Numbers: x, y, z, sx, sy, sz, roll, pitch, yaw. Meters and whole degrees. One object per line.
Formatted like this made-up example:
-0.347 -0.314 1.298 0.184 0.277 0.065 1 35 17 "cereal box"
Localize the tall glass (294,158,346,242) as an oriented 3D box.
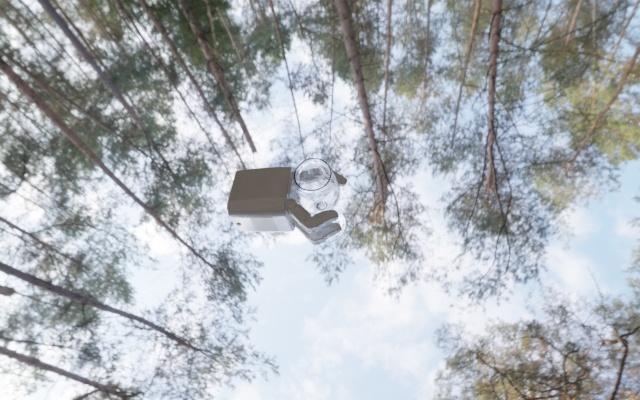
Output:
0.000 0.003 0.854 0.079 0.079 0.201 0 -27 8 "tall glass"
